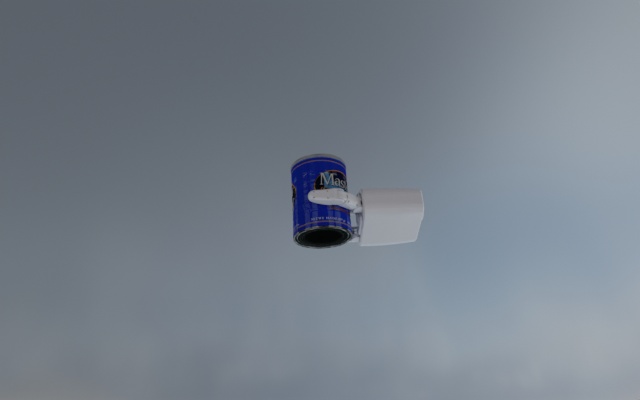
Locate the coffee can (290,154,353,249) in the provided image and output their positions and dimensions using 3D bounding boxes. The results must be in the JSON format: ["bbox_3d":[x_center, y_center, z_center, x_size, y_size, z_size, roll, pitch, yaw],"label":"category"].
[{"bbox_3d":[0.000,0.003,0.849,0.103,0.140,0.103,-3,-25,-1],"label":"coffee can"}]
